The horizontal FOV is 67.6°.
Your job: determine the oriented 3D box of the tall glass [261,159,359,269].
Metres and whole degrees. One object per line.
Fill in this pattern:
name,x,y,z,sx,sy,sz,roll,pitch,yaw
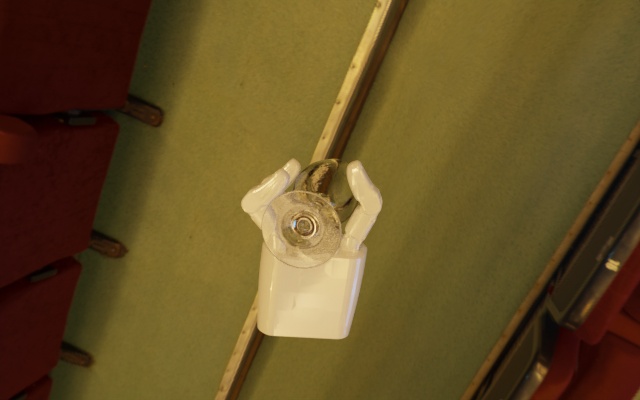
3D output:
tall glass,0.000,0.002,0.522,0.079,0.079,0.201,0,15,11
